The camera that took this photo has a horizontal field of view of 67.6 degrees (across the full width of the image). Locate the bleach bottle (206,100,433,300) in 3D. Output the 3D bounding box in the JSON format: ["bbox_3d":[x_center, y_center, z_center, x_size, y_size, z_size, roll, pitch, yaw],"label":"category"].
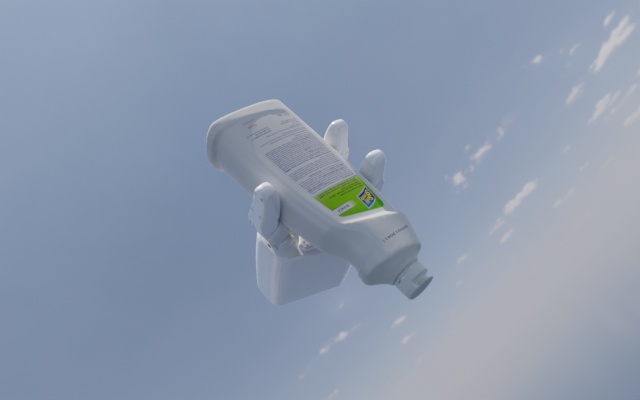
[{"bbox_3d":[0.000,0.001,0.463,0.102,0.068,0.250,-30,60,-31],"label":"bleach bottle"}]
